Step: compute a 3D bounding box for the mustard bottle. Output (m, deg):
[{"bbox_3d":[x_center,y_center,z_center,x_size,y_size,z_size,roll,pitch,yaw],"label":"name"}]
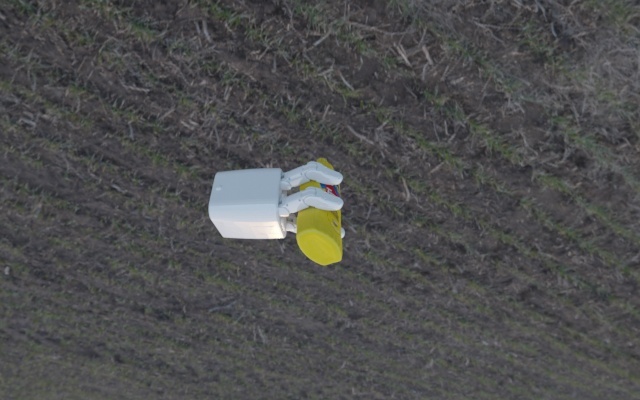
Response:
[{"bbox_3d":[0.000,0.003,0.778,0.058,0.191,0.096,-19,-45,21],"label":"mustard bottle"}]
